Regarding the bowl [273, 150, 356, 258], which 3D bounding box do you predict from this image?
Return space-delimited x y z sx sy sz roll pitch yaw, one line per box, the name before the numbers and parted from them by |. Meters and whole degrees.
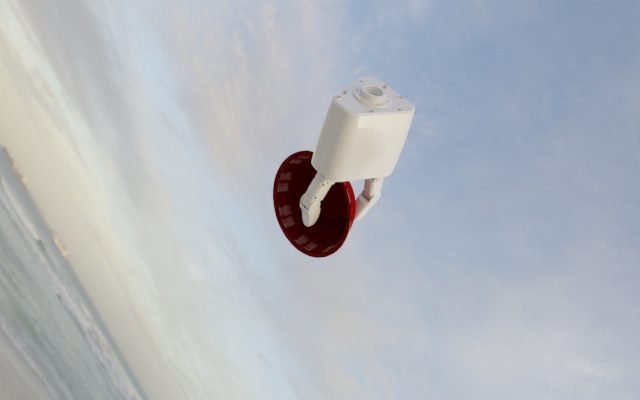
bowl | 0.000 0.003 0.725 0.162 0.162 0.055 0 10 44
